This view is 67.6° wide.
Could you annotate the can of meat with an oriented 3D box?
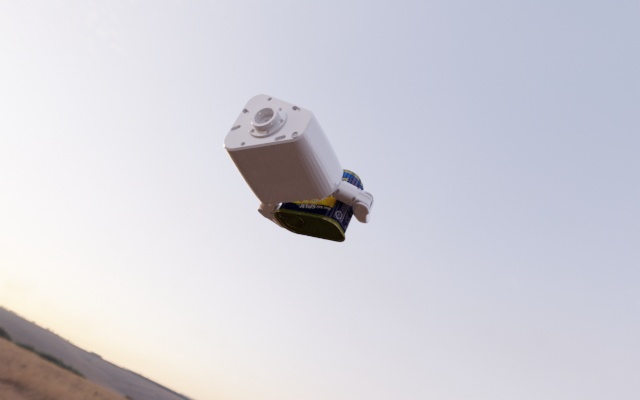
[{"bbox_3d":[0.000,0.002,0.654,0.102,0.084,0.057,8,-31,31],"label":"can of meat"}]
